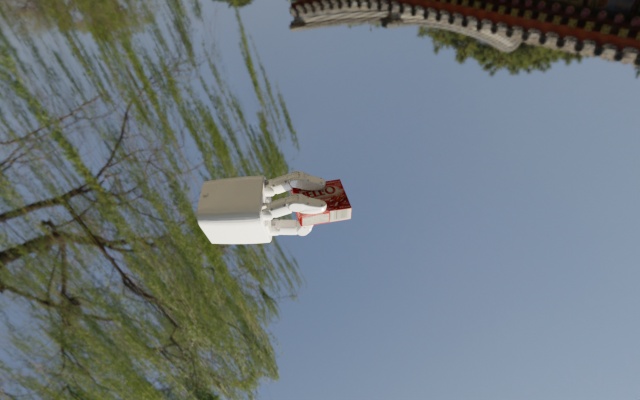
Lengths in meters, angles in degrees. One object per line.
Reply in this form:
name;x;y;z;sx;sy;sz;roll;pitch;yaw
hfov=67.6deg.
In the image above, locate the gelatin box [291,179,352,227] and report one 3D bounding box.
gelatin box;0.000;0.003;0.801;0.089;0.030;0.073;-8;45;-11
